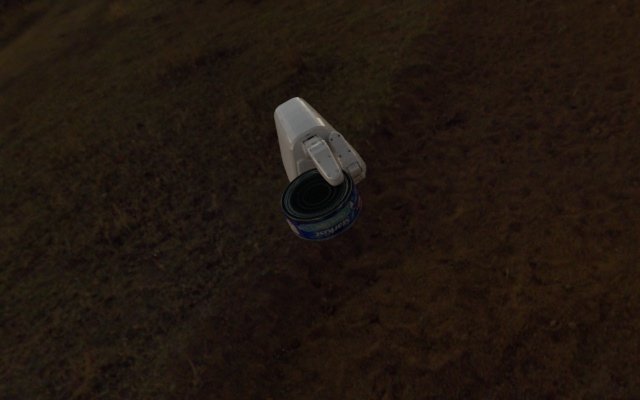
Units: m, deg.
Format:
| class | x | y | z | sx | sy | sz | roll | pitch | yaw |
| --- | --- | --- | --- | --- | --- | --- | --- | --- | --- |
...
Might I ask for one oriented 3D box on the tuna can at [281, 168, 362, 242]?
| class | x | y | z | sx | sy | sz | roll | pitch | yaw |
| --- | --- | --- | --- | --- | --- | --- | --- | --- | --- |
| tuna can | 0.000 | 0.001 | 0.527 | 0.086 | 0.086 | 0.034 | 0 | -42 | 26 |
